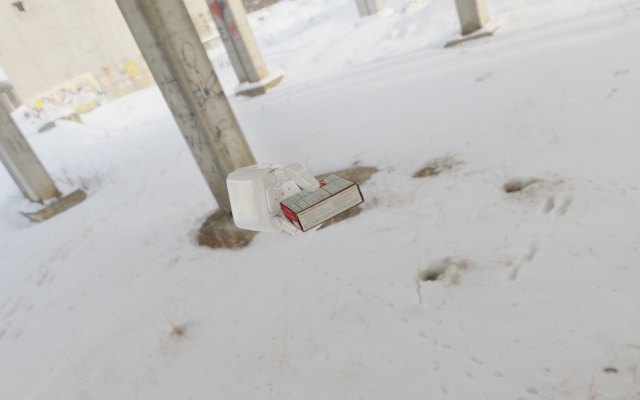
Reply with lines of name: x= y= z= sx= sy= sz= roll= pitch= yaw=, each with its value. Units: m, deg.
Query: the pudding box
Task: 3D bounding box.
pudding box: x=0.000 y=0.002 z=0.764 sx=0.113 sy=0.039 sz=0.090 roll=-28 pitch=21 yaw=-13
